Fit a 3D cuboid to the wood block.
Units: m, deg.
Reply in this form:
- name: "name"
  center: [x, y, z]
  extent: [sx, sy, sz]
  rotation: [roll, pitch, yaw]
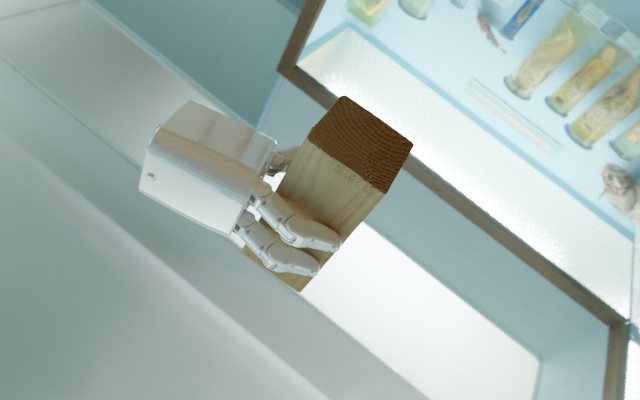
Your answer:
- name: "wood block"
  center: [0.000, 0.001, 0.520]
  extent: [0.090, 0.090, 0.206]
  rotation: [35, -43, -1]
